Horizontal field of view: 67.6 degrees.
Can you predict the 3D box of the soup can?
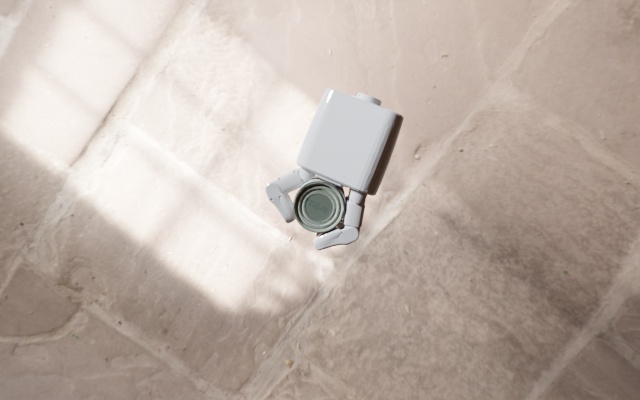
[{"bbox_3d":[0.000,0.003,0.644,0.068,0.068,0.102,0,8,2],"label":"soup can"}]
